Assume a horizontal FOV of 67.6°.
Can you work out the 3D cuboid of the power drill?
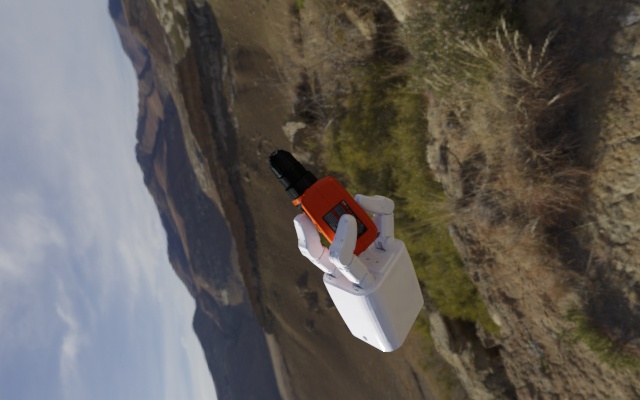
[{"bbox_3d":[0.000,0.002,0.661,0.057,0.184,0.187,-43,10,-3],"label":"power drill"}]
